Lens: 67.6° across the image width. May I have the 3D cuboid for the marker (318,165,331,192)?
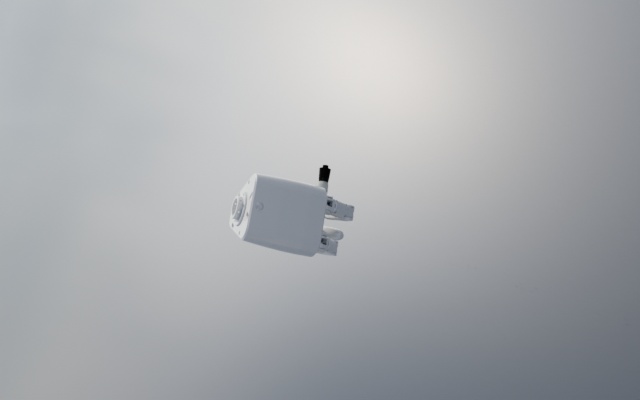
[{"bbox_3d":[0.000,0.002,0.745,0.020,0.121,0.020,8,-13,2],"label":"marker"}]
